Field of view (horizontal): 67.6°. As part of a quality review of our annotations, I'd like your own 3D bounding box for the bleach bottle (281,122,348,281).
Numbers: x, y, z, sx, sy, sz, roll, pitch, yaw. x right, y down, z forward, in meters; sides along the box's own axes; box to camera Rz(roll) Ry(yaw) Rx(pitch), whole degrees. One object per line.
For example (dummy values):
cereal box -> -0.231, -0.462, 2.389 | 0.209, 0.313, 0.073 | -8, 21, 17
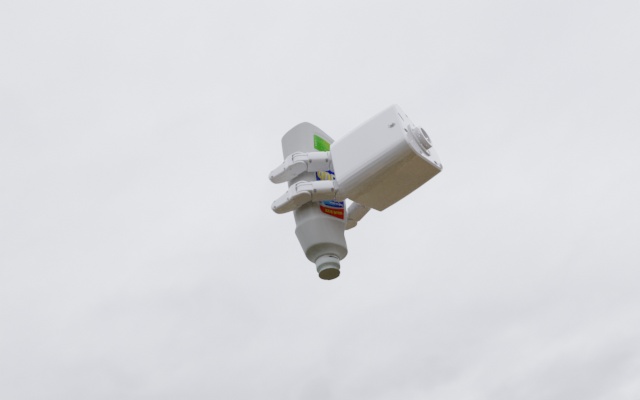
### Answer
bleach bottle -> 0.000, 0.002, 0.677 | 0.068, 0.250, 0.103 | -33, -46, 24
